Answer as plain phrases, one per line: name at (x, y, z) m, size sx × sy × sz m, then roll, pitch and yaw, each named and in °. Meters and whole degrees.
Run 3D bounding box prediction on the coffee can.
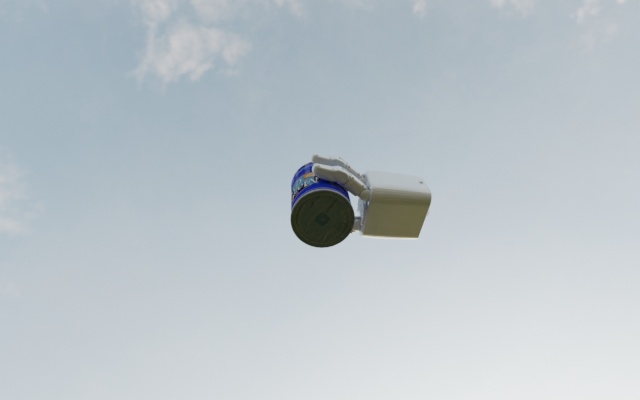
coffee can at (0.000, 0.003, 0.818) m, size 0.103 × 0.103 × 0.140 m, roll 0°, pitch 24°, yaw -3°
